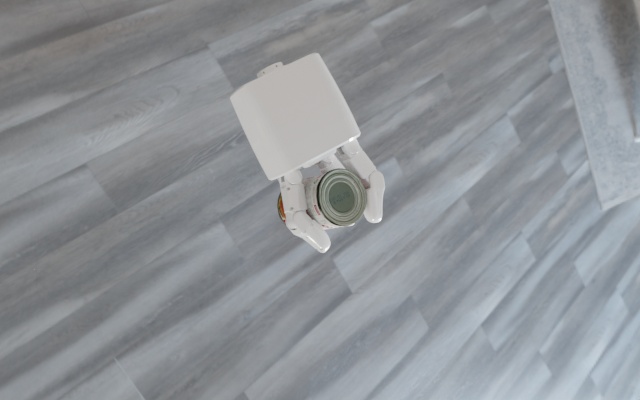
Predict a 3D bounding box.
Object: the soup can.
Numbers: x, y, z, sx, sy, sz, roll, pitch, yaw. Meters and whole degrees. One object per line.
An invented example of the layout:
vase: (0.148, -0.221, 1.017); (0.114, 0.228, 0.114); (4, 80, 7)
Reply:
soup can: (0.000, 0.002, 0.575); (0.068, 0.068, 0.102); (0, -7, -31)
